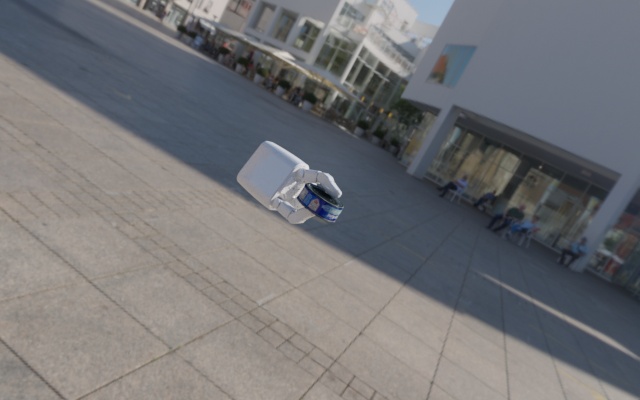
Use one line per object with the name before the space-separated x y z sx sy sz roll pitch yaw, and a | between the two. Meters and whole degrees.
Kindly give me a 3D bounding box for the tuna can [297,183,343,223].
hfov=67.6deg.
tuna can | 0.000 0.002 0.894 0.086 0.034 0.086 32 12 -8
